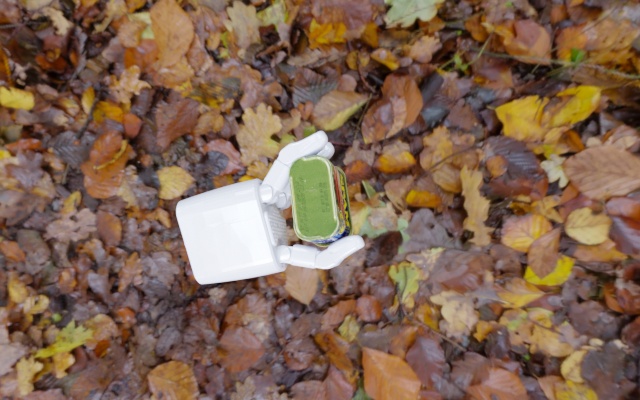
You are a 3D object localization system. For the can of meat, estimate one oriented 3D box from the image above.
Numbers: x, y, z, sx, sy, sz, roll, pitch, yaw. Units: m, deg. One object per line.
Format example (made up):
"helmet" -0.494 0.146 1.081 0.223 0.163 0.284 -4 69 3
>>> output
"can of meat" 0.000 0.002 0.569 0.057 0.102 0.084 -9 -9 12
